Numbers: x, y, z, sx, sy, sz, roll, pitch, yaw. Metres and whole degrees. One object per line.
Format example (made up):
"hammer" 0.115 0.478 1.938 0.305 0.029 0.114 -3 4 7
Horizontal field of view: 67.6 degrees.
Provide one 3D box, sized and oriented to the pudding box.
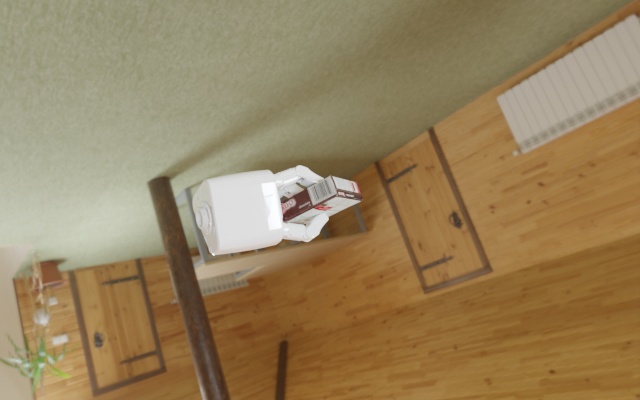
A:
"pudding box" 0.000 0.003 0.792 0.113 0.039 0.090 -25 -17 28
